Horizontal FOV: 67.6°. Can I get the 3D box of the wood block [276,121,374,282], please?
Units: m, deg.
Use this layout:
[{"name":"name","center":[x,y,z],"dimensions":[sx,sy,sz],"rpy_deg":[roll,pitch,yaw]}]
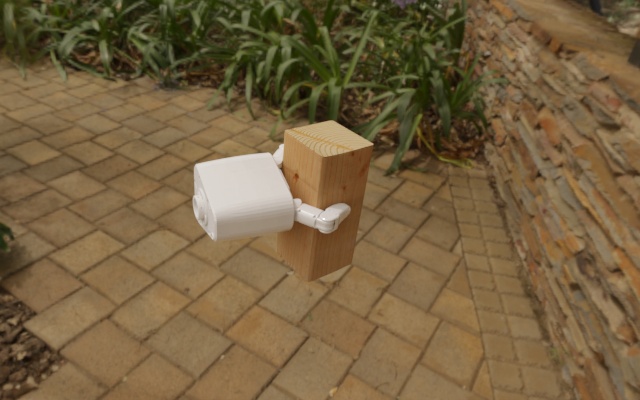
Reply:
[{"name":"wood block","center":[0.000,0.002,0.695],"dimensions":[0.090,0.206,0.090],"rpy_deg":[-18,40,-35]}]
